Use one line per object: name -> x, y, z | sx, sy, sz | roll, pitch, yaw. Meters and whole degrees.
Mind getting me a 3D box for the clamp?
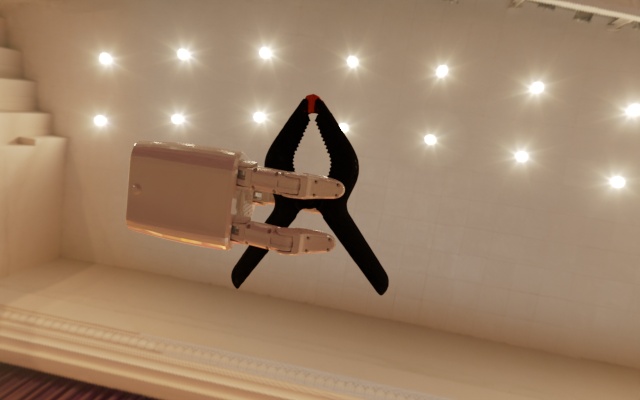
clamp -> 0.000, 0.001, 0.486 | 0.164, 0.210, 0.036 | 8, 11, 1
